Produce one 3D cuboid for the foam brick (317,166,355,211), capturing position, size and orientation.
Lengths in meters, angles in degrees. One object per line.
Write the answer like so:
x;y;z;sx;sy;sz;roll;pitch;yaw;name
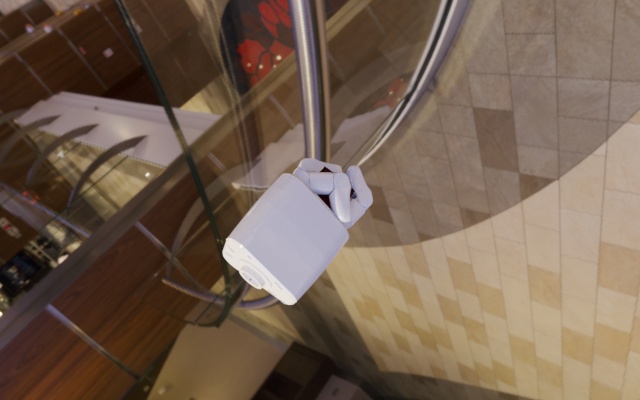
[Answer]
0.000;0.002;0.624;0.053;0.051;0.078;39;-26;1;foam brick
